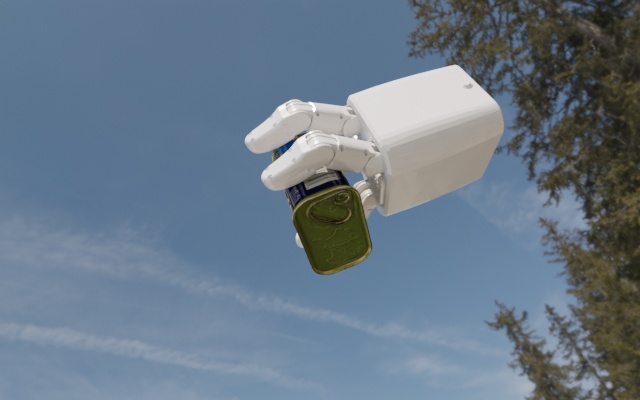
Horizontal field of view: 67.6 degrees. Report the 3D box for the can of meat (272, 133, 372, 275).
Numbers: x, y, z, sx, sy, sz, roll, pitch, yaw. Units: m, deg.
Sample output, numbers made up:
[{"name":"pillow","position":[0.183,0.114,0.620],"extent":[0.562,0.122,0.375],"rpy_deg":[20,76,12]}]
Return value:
[{"name":"can of meat","position":[0.000,0.001,0.424],"extent":[0.057,0.084,0.102],"rpy_deg":[-22,-43,-3]}]
